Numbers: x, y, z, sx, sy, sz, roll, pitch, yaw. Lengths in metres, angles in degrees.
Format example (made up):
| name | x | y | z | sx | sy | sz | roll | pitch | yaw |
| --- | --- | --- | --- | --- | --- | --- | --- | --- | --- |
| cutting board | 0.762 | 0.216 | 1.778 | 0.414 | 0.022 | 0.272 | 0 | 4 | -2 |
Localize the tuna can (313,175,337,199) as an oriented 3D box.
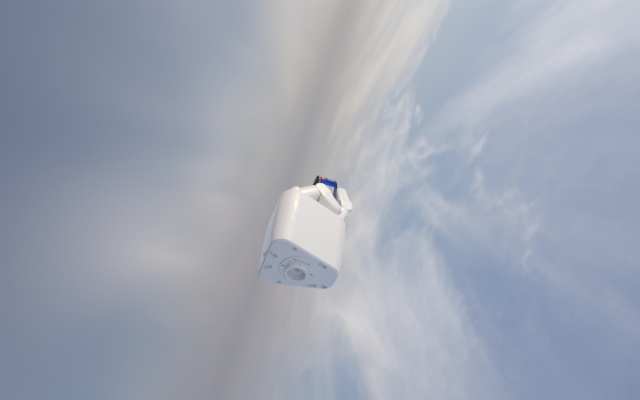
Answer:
| name | x | y | z | sx | sy | sz | roll | pitch | yaw |
| --- | --- | --- | --- | --- | --- | --- | --- | --- | --- |
| tuna can | 0.001 | 0.003 | 0.810 | 0.034 | 0.086 | 0.086 | 15 | -2 | -9 |
